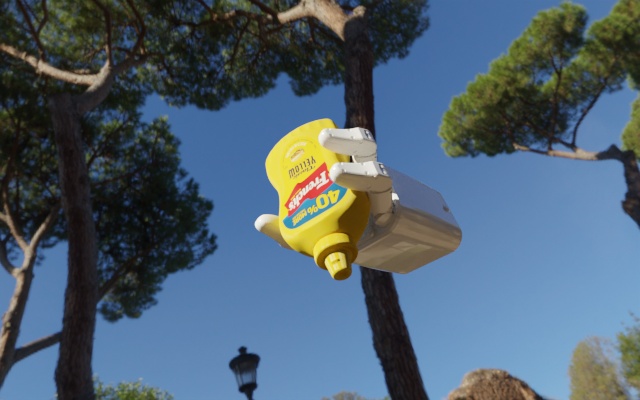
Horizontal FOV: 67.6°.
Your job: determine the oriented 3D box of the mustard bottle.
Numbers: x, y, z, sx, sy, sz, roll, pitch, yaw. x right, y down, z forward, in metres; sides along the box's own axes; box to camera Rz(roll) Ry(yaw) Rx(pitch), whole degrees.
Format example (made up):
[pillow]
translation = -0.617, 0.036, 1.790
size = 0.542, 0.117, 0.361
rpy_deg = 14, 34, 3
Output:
[mustard bottle]
translation = 0.000, 0.001, 0.492
size = 0.096, 0.191, 0.058
rpy_deg = -30, -45, 13
